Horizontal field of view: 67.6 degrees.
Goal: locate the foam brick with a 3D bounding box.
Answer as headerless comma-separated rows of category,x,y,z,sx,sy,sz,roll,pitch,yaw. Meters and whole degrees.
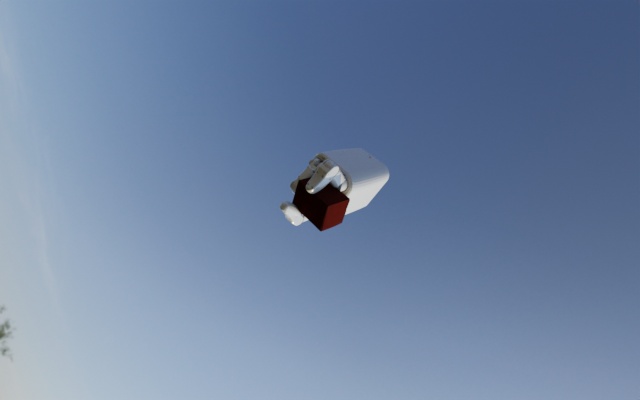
foam brick,0.000,0.003,0.778,0.051,0.053,0.078,-16,45,-41
